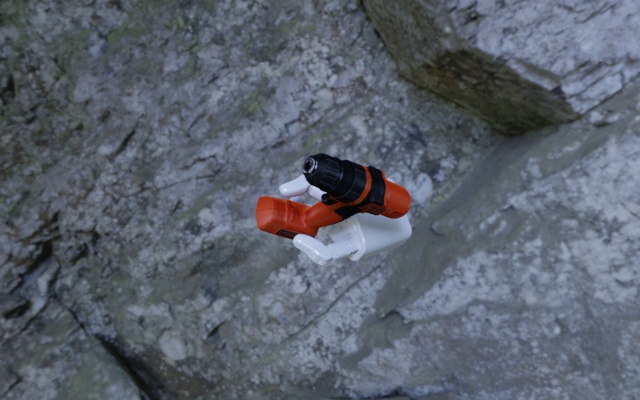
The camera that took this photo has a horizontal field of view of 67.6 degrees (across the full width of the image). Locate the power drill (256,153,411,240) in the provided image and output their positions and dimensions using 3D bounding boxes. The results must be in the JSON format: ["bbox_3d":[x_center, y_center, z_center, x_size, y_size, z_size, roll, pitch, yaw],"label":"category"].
[{"bbox_3d":[0.000,0.002,0.638,0.188,0.057,0.184,-18,-29,40],"label":"power drill"}]
